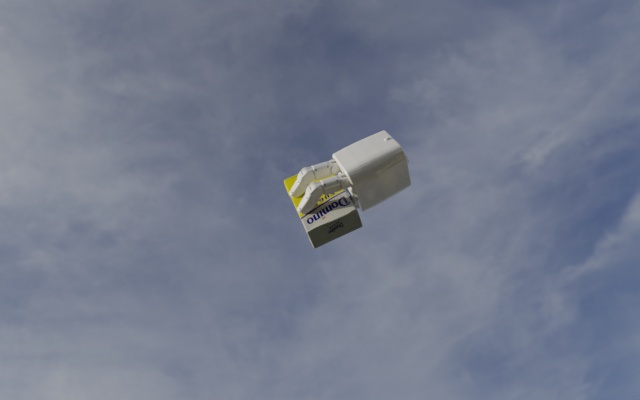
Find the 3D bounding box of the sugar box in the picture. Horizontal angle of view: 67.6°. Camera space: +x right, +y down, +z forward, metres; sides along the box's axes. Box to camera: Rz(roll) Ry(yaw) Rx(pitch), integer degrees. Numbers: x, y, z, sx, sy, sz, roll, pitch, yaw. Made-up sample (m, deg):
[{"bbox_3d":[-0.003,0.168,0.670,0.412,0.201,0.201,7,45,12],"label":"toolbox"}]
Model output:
[{"bbox_3d":[0.000,0.002,0.855,0.093,0.048,0.176,-25,34,-4],"label":"sugar box"}]
